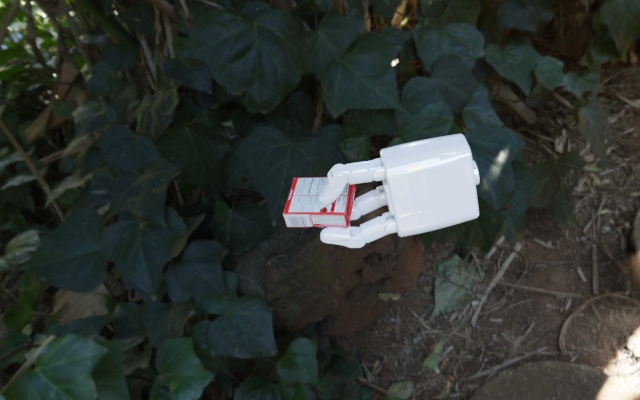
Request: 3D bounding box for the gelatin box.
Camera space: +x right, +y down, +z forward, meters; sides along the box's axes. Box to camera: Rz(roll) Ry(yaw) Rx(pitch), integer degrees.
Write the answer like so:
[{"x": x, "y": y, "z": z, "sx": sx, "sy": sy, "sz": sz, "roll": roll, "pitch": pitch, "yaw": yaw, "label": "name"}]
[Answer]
[{"x": 0.000, "y": 0.002, "z": 0.654, "sx": 0.089, "sy": 0.030, "sz": 0.073, "roll": 0, "pitch": 45, "yaw": 13, "label": "gelatin box"}]
